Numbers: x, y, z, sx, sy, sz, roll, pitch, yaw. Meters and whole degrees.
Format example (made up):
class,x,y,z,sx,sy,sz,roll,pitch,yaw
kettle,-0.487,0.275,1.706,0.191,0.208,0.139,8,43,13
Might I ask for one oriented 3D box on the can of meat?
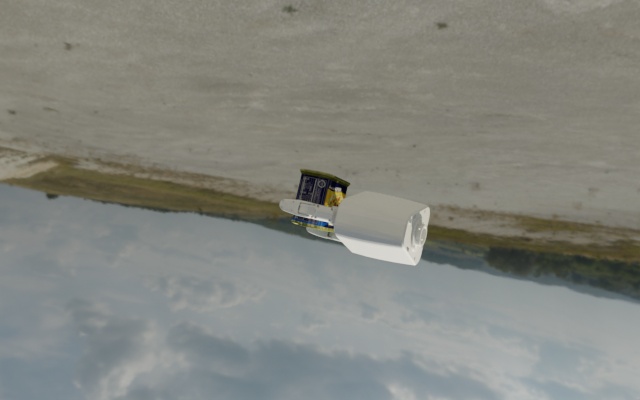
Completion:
class,x,y,z,sx,sy,sz,roll,pitch,yaw
can of meat,0.000,0.003,0.746,0.057,0.084,0.102,12,-2,24
